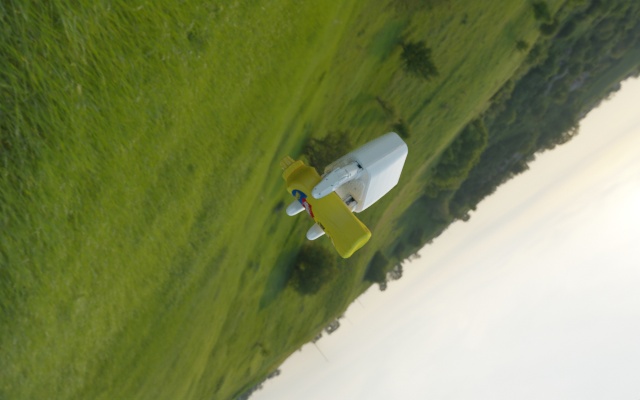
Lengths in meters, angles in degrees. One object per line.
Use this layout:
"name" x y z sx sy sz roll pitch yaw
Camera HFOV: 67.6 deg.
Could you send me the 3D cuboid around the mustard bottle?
"mustard bottle" 0.000 0.003 0.775 0.058 0.191 0.096 -38 -11 -9
